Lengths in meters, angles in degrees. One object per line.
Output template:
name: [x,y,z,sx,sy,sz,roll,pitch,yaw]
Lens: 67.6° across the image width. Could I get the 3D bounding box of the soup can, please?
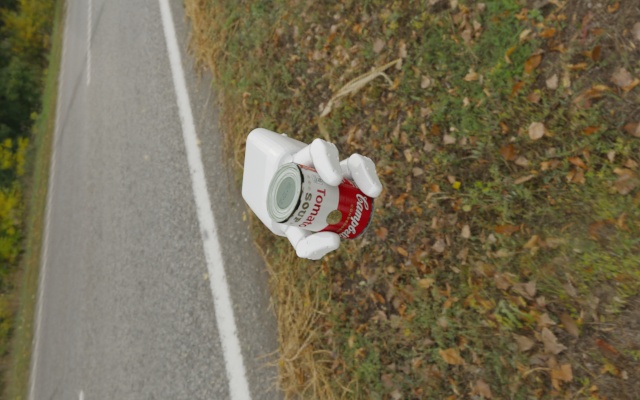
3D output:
soup can: [0.000,0.002,0.529,0.102,0.068,0.068,15,-9,-36]
